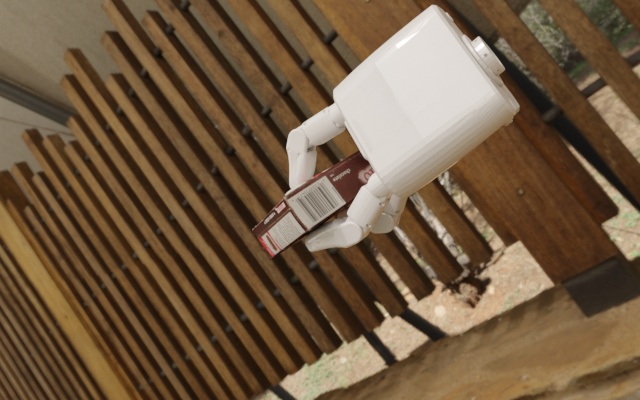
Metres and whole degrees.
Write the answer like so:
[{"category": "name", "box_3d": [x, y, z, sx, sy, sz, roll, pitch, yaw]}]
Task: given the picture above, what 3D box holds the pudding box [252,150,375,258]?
[{"category": "pudding box", "box_3d": [0.000, 0.001, 0.451, 0.113, 0.039, 0.090, -32, -6, -33]}]
